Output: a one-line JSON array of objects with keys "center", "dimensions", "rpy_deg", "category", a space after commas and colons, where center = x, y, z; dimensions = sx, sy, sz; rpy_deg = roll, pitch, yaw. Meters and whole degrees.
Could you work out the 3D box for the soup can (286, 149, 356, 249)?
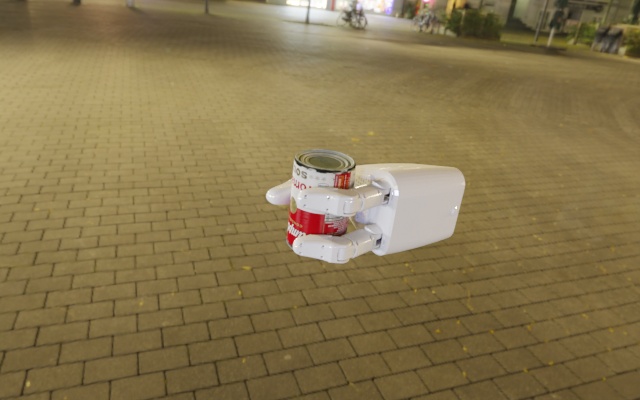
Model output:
[{"center": [0.000, 0.001, 0.527], "dimensions": [0.068, 0.102, 0.068], "rpy_deg": [6, 24, -3], "category": "soup can"}]
